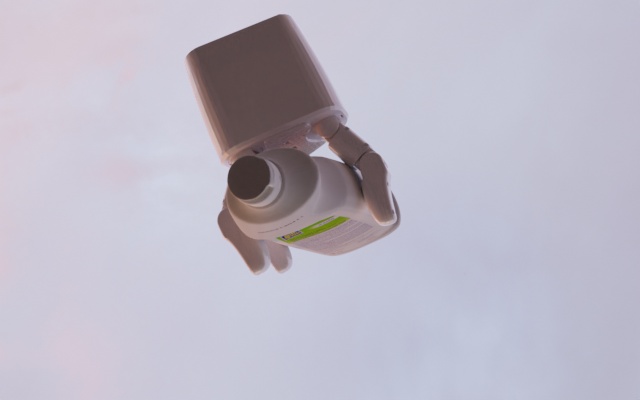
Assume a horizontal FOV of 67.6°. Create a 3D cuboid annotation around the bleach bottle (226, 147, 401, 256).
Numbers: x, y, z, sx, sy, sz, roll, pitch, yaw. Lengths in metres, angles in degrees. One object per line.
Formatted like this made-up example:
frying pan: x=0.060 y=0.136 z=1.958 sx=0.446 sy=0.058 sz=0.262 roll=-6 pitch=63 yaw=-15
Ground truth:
bleach bottle: x=0.000 y=0.001 z=0.405 sx=0.102 sy=0.068 sz=0.251 roll=-27 pitch=-15 yaw=11
